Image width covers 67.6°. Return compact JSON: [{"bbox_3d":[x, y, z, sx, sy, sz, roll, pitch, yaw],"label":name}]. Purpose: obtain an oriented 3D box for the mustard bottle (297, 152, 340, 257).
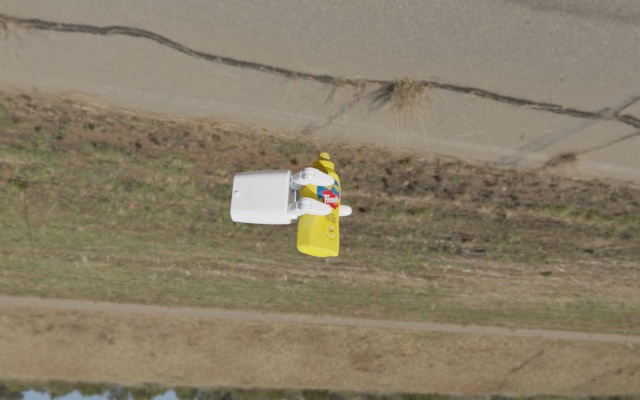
[{"bbox_3d":[0.000,0.003,0.882,0.058,0.191,0.096,-9,-20,34],"label":"mustard bottle"}]
